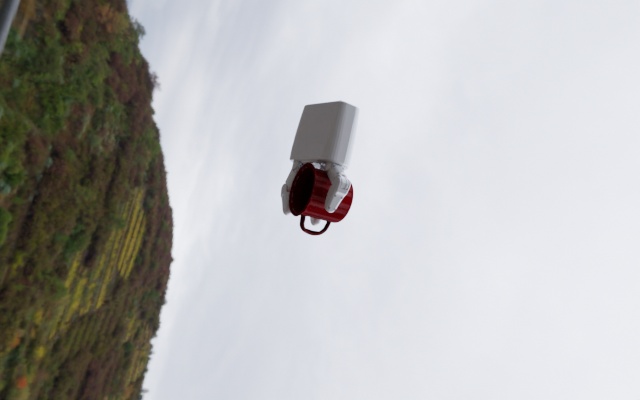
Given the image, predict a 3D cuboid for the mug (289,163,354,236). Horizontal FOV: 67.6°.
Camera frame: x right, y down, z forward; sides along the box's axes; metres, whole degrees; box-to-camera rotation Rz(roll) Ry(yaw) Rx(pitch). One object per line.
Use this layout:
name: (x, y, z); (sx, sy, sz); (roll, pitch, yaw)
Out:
mug: (0.000, 0.004, 0.813); (0.081, 0.117, 0.093); (16, -7, -26)
